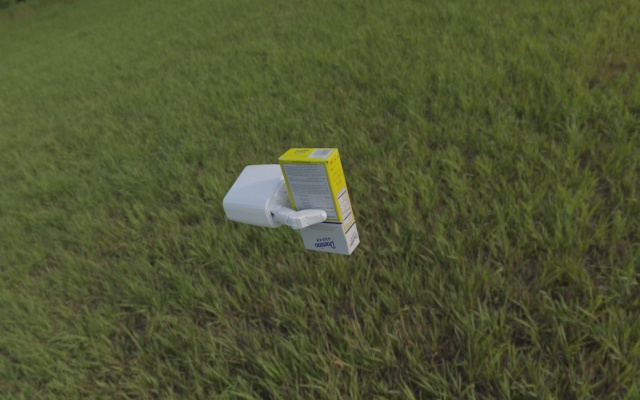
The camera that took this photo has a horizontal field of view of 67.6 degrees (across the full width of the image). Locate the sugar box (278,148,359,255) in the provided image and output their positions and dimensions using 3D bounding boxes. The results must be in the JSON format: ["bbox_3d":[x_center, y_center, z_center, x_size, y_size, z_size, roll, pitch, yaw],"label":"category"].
[{"bbox_3d":[0.000,0.002,0.780,0.093,0.176,0.048,5,36,33],"label":"sugar box"}]
